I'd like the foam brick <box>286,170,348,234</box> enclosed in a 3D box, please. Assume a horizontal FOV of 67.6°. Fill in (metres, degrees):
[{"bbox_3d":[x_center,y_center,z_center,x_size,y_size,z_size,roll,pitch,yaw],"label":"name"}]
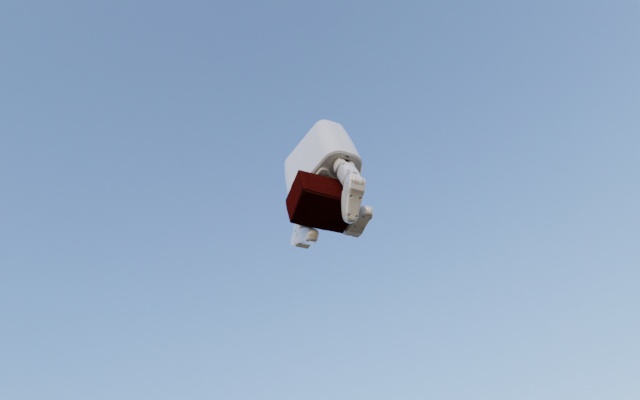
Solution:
[{"bbox_3d":[0.000,0.002,0.620,0.078,0.053,0.051,13,30,-21],"label":"foam brick"}]
